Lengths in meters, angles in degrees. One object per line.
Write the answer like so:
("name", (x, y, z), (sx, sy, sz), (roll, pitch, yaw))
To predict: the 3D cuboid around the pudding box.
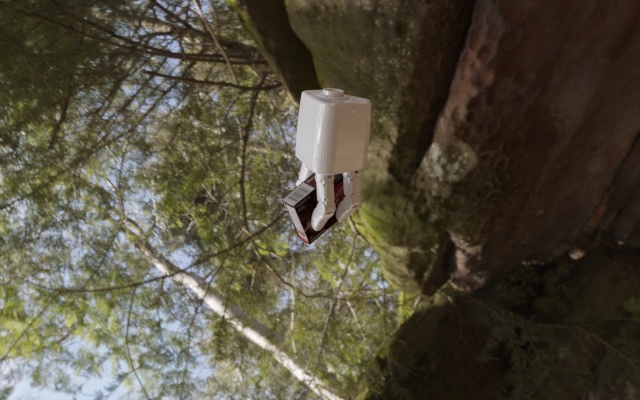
("pudding box", (0.000, 0.002, 0.780), (0.113, 0.090, 0.039), (-38, 42, -20))
